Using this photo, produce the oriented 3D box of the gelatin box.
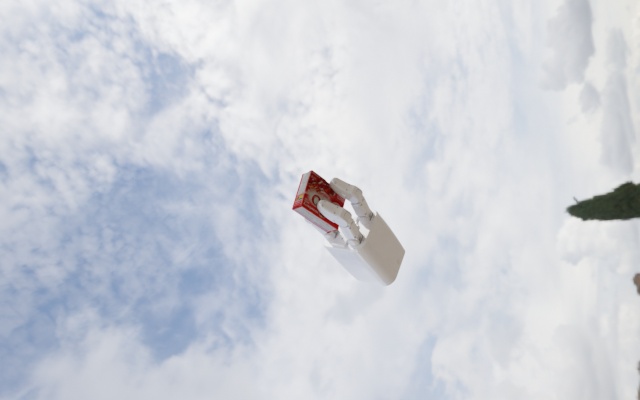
[{"bbox_3d":[0.000,0.003,0.812,0.089,0.073,0.030,35,-35,-30],"label":"gelatin box"}]
